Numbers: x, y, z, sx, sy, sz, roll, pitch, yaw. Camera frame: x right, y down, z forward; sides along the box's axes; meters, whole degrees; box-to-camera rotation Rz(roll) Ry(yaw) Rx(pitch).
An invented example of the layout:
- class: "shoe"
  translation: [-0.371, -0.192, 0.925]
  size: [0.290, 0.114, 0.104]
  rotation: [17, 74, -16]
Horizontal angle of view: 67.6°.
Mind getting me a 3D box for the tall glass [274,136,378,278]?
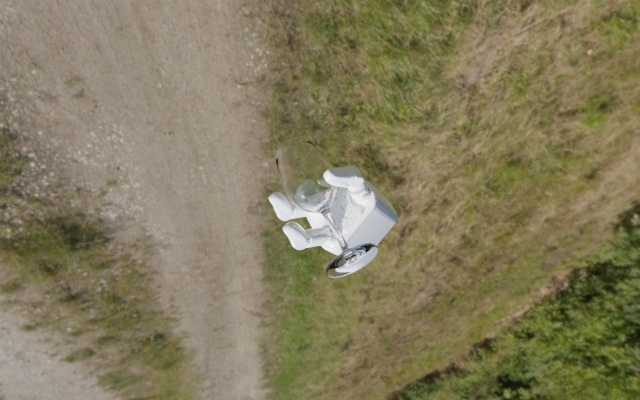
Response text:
- class: "tall glass"
  translation: [0.000, 0.003, 0.659]
  size: [0.079, 0.201, 0.079]
  rotation: [-21, -31, -13]
